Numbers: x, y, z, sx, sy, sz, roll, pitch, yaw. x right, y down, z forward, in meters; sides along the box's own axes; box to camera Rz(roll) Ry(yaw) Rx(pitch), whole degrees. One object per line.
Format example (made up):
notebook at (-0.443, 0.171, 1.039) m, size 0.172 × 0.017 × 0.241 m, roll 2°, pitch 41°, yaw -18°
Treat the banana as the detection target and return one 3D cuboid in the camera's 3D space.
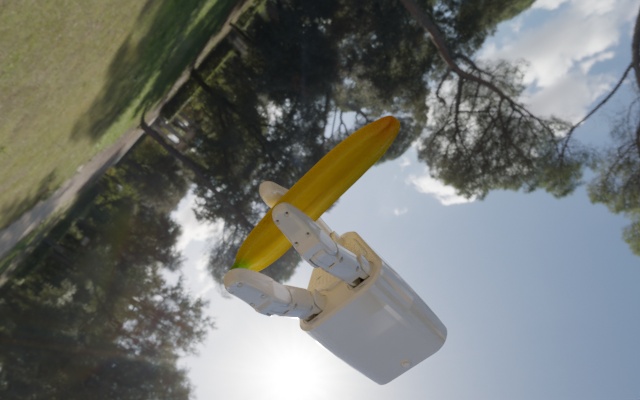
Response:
banana at (-0.007, 0.001, 0.424) m, size 0.037 × 0.198 × 0.069 m, roll 45°, pitch -3°, yaw -17°
